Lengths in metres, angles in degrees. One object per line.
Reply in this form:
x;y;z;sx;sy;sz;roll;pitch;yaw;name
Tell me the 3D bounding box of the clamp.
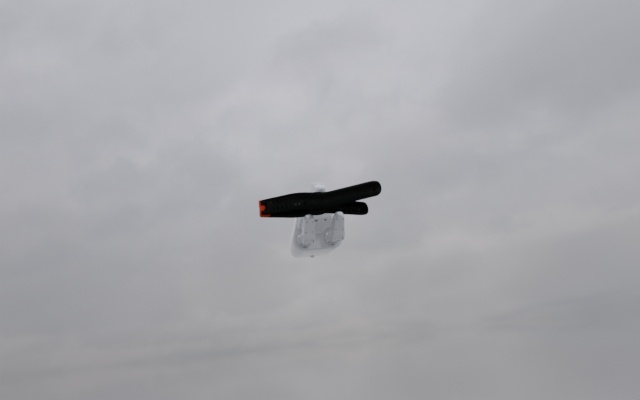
-0.001;0.002;0.825;0.210;0.036;0.164;-3;-15;-10;clamp
